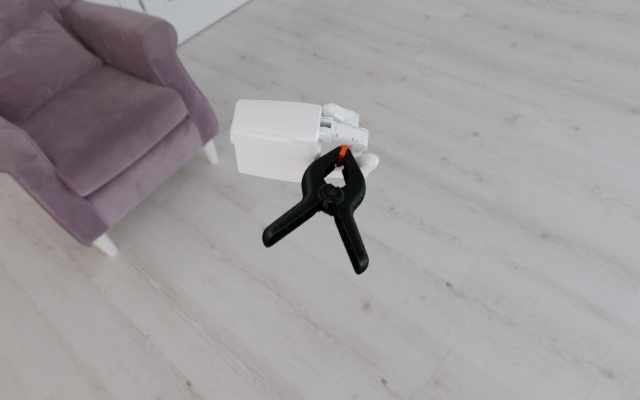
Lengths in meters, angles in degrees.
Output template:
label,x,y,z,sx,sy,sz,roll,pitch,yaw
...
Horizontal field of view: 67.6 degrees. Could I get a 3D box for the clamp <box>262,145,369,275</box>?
label,x,y,z,sx,sy,sz,roll,pitch,yaw
clamp,0.000,0.001,0.564,0.120,0.171,0.039,13,-38,-10
